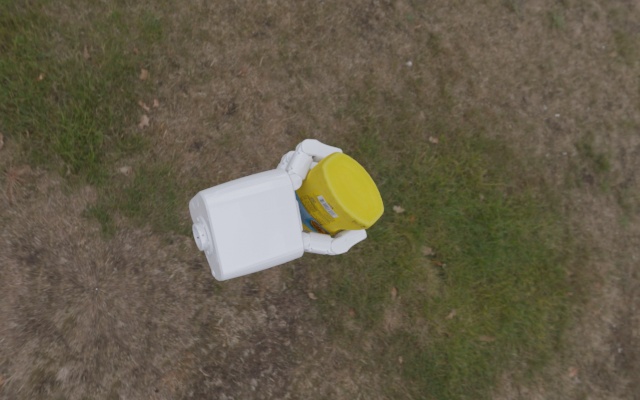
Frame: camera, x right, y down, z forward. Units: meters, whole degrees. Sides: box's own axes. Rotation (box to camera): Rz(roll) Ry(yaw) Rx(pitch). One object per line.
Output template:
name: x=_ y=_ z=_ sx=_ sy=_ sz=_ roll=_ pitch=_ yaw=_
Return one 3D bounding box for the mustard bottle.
mustard bottle: x=0.000 y=0.002 z=0.635 sx=0.058 sy=0.096 sz=0.191 roll=-44 pitch=10 yaw=-25
